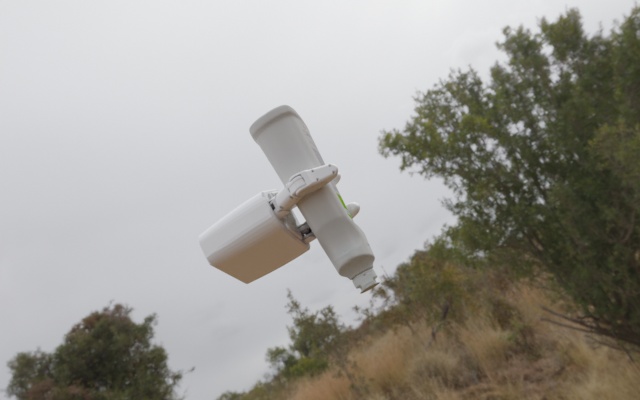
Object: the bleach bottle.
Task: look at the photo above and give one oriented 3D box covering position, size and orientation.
[{"bbox_3d":[0.000,0.002,0.615,0.068,0.250,0.102,-32,-18,8],"label":"bleach bottle"}]
